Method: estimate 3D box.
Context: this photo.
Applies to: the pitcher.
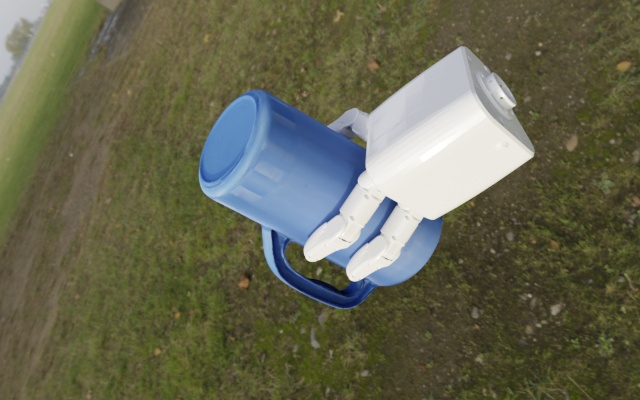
[{"bbox_3d":[0.000,0.001,0.491,0.243,0.149,0.145,28,-50,-35],"label":"pitcher"}]
